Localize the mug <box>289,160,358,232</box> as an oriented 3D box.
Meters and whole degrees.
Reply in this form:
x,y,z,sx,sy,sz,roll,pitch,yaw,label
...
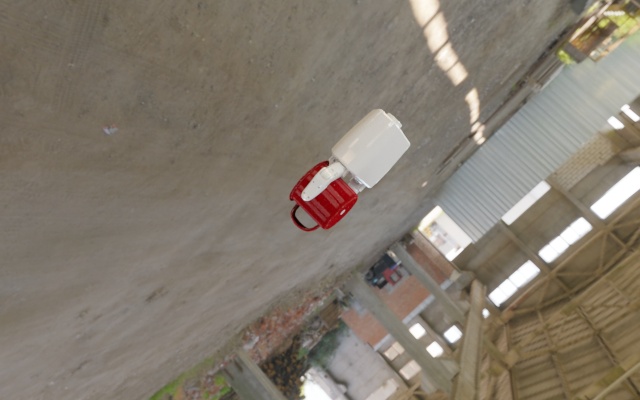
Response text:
x,y,z,sx,sy,sz,roll,pitch,yaw,label
-0.001,0.004,0.801,0.081,0.117,0.093,45,9,12,mug
